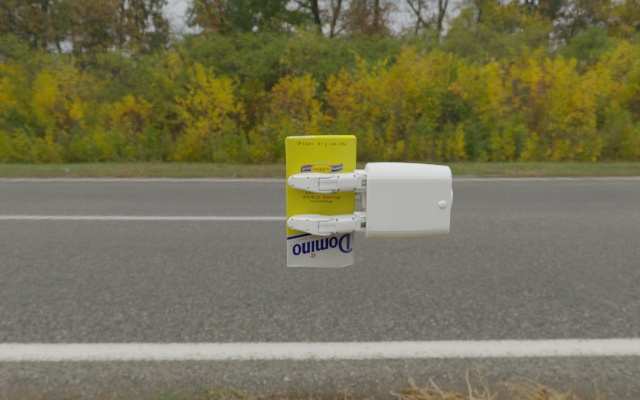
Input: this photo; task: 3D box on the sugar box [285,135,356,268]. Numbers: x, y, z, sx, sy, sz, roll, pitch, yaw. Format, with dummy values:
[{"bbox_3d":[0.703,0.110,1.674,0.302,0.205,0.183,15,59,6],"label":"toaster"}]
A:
[{"bbox_3d":[0.000,0.002,0.641,0.093,0.176,0.048,-1,10,0],"label":"sugar box"}]
